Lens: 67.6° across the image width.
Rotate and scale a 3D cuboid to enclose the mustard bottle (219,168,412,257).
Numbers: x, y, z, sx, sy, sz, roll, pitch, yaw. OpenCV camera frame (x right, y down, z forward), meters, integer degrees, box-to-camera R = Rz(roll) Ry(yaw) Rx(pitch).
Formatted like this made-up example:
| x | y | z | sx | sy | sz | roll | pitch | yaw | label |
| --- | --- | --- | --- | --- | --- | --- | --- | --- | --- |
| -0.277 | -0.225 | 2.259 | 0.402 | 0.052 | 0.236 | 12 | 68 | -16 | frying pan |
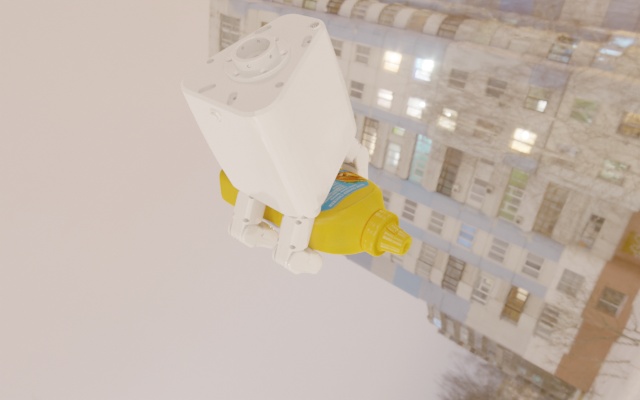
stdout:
| x | y | z | sx | sy | sz | roll | pitch | yaw | label |
| --- | --- | --- | --- | --- | --- | --- | --- | --- | --- |
| 0.000 | 0.002 | 0.449 | 0.191 | 0.058 | 0.096 | 26 | 39 | 33 | mustard bottle |
